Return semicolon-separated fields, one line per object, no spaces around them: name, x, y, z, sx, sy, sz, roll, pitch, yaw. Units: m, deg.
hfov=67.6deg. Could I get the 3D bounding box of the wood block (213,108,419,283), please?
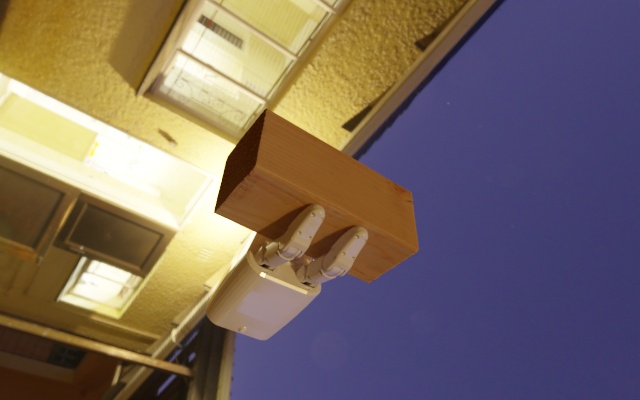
wood block;0.000;0.002;0.531;0.206;0.090;0.090;27;-48;-25
